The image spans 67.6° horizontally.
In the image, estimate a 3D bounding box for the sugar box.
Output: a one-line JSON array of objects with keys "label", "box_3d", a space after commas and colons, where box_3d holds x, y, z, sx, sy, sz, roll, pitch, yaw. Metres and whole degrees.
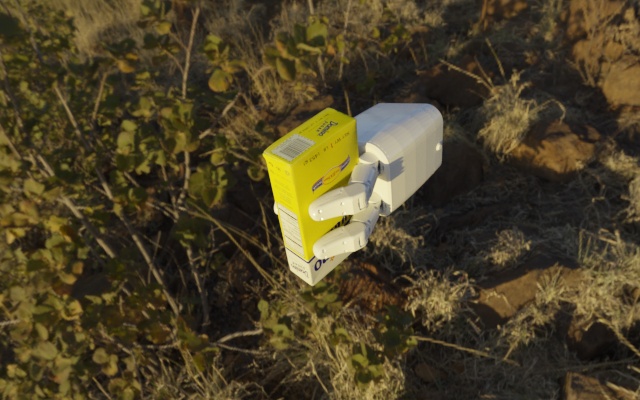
[{"label": "sugar box", "box_3d": [0.001, 0.002, 0.508, 0.093, 0.176, 0.048, -38, 48, -28]}]
